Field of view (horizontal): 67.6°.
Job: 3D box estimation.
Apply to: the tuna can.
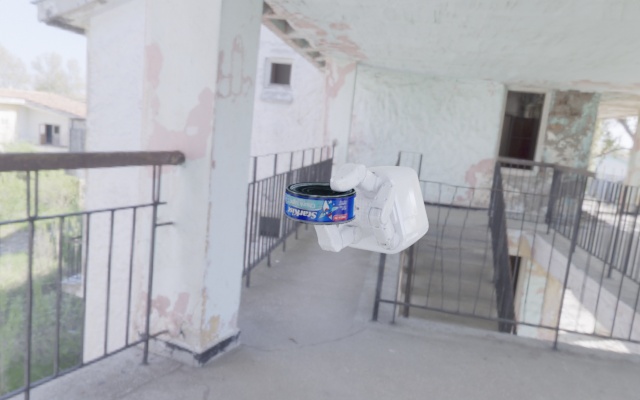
[{"bbox_3d":[0.000,0.001,0.568,0.086,0.034,0.086,2,13,-1],"label":"tuna can"}]
